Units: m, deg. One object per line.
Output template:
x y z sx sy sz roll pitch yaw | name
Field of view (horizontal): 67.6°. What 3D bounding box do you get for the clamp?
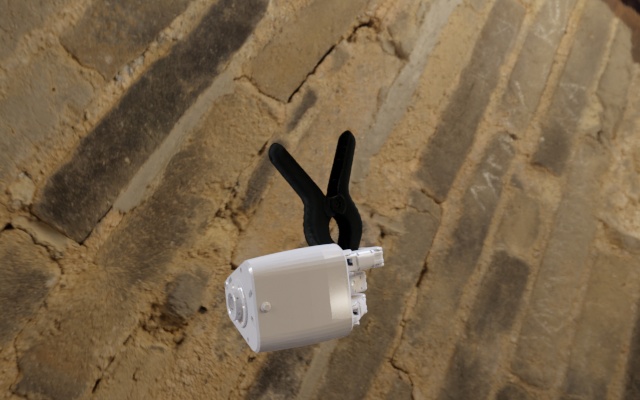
0.000 0.002 0.559 0.120 0.171 0.039 -5 -5 -29 | clamp
